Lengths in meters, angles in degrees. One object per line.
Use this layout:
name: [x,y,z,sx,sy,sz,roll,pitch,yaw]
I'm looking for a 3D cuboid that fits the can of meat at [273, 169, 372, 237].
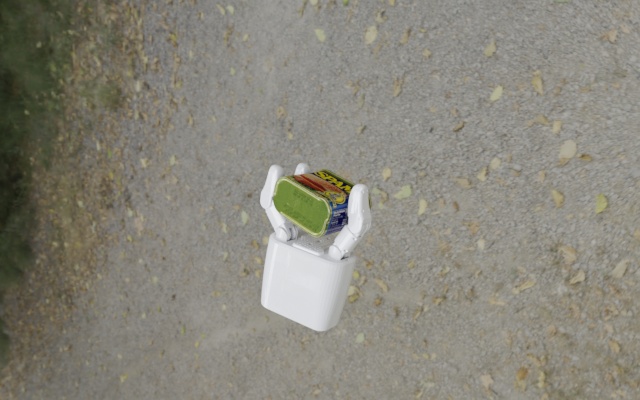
can of meat: [0.000,0.002,0.620,0.102,0.057,0.084,31,27,34]
